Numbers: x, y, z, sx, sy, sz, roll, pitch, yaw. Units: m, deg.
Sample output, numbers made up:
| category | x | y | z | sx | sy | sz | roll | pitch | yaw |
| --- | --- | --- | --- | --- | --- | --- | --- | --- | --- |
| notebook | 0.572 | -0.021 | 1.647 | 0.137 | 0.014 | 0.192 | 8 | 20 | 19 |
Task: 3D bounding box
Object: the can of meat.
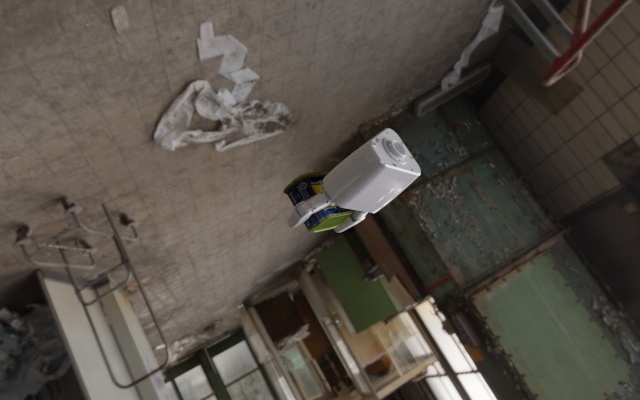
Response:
| category | x | y | z | sx | sy | sz | roll | pitch | yaw |
| --- | --- | --- | --- | --- | --- | --- | --- | --- | --- |
| can of meat | 0.000 | 0.003 | 0.796 | 0.057 | 0.084 | 0.102 | -40 | -17 | 30 |
